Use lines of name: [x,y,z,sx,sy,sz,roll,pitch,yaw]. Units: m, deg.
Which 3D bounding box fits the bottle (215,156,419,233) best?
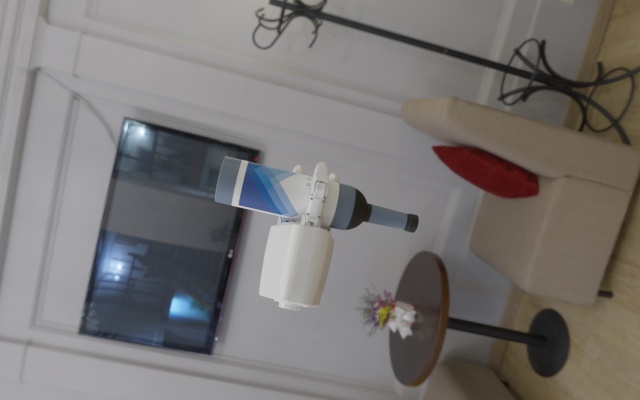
bottle: [0.000,0.002,0.696,0.296,0.069,0.069,13,-2,-8]
